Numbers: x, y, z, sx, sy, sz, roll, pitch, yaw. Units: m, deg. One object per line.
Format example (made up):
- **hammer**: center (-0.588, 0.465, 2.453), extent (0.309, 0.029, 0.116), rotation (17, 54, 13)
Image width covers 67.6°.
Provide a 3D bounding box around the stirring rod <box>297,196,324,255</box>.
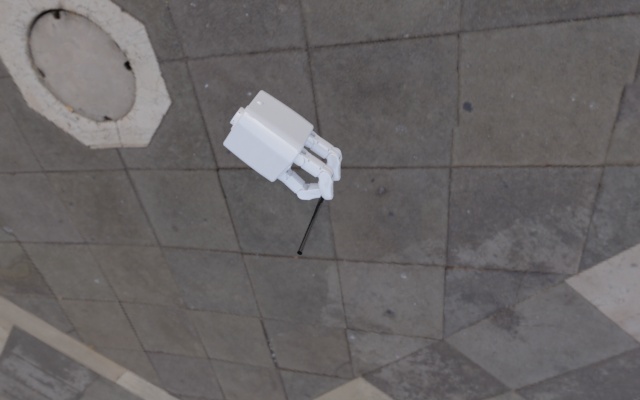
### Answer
- **stirring rod**: center (0.000, 0.002, 0.782), extent (0.011, 0.011, 0.239), rotation (0, 38, 19)
